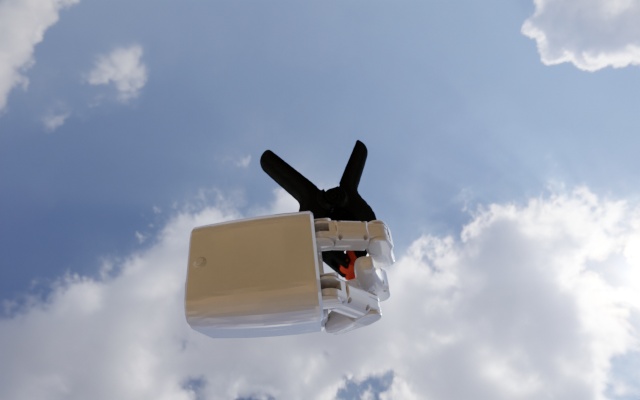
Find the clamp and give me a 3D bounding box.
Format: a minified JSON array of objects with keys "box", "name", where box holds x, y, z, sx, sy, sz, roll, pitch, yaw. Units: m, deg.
[{"box":[0.000,0.002,0.488,0.120,0.171,0.039,-5,-41,-3],"name":"clamp"}]
